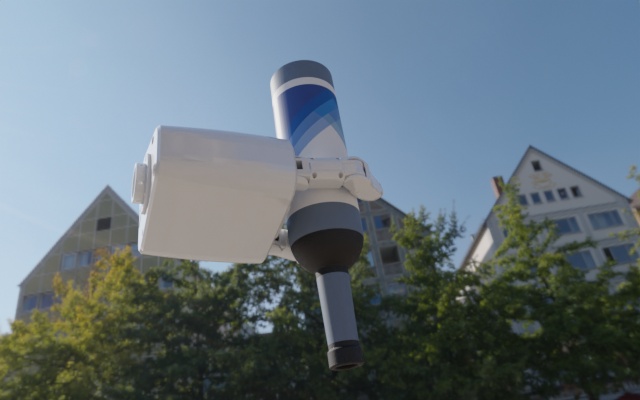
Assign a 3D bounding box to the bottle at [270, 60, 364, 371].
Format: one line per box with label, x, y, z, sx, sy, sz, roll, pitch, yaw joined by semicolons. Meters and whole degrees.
bottle;0.000;0.001;0.440;0.069;0.295;0.069;-7;-29;-4
